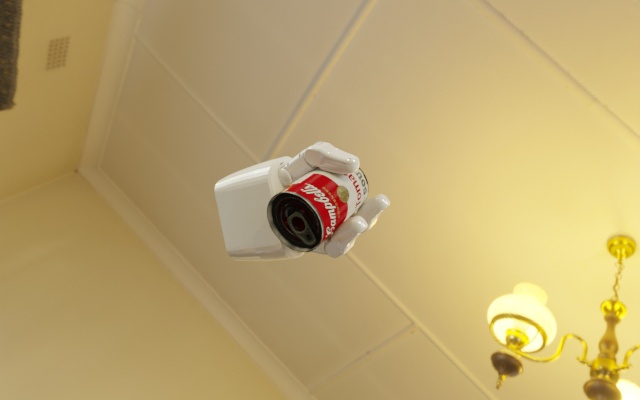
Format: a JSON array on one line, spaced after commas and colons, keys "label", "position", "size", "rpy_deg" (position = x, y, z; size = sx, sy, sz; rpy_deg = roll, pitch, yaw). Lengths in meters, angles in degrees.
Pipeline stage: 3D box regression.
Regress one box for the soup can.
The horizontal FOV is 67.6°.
[{"label": "soup can", "position": [0.001, 0.001, 0.513], "size": [0.068, 0.068, 0.102], "rpy_deg": [0, 25, 36]}]
